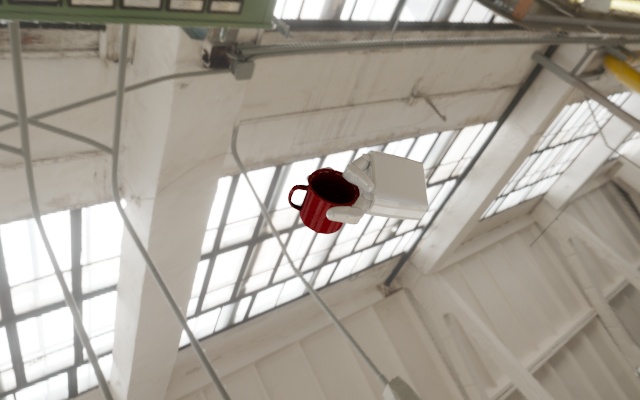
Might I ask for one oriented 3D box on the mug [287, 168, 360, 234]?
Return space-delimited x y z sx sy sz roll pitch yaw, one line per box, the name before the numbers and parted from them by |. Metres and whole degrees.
mug | -0.001 0.003 0.828 0.117 0.082 0.093 9 42 -15
